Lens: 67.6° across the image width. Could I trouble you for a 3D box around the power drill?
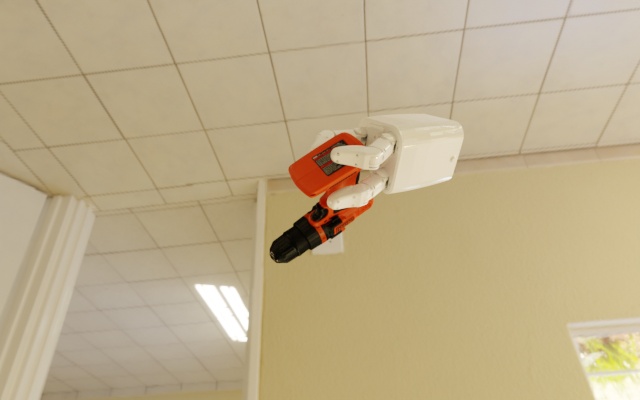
[{"bbox_3d":[0.000,0.002,0.668,0.184,0.057,0.188,-35,-22,-17],"label":"power drill"}]
